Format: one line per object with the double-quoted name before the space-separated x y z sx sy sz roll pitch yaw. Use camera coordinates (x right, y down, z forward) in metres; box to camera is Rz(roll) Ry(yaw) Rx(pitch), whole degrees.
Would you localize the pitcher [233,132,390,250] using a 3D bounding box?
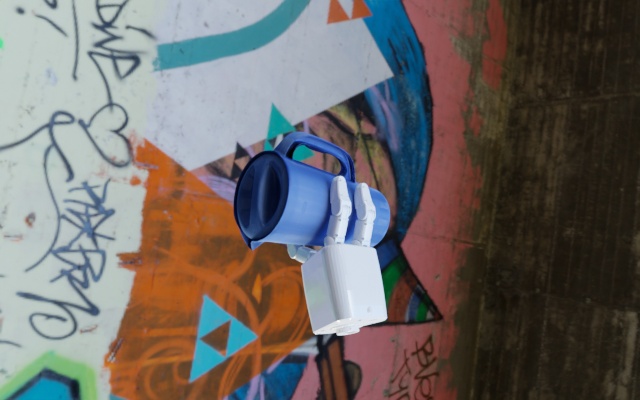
"pitcher" 0.000 0.003 0.753 0.243 0.145 0.149 13 -32 -42
